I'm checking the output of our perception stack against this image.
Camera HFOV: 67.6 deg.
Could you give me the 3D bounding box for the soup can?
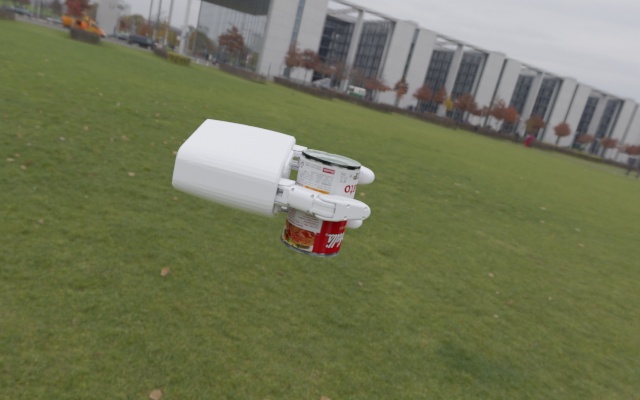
[{"bbox_3d":[0.001,0.002,0.522,0.068,0.102,0.068,13,13,-3],"label":"soup can"}]
